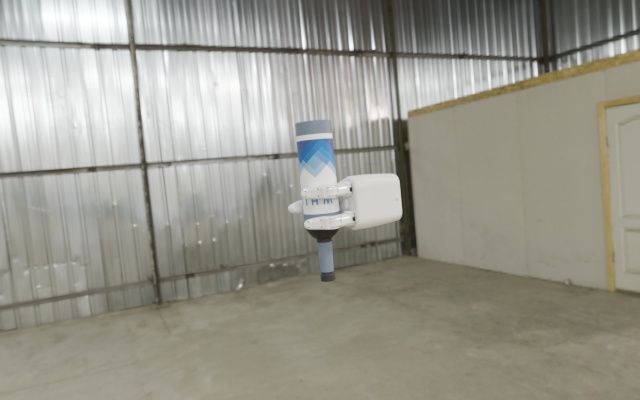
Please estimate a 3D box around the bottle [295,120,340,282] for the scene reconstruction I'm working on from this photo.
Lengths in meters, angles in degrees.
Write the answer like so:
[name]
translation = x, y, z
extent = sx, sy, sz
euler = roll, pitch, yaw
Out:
[bottle]
translation = 0.000, 0.003, 0.882
extent = 0.069, 0.296, 0.069
euler = -6, 4, 0
